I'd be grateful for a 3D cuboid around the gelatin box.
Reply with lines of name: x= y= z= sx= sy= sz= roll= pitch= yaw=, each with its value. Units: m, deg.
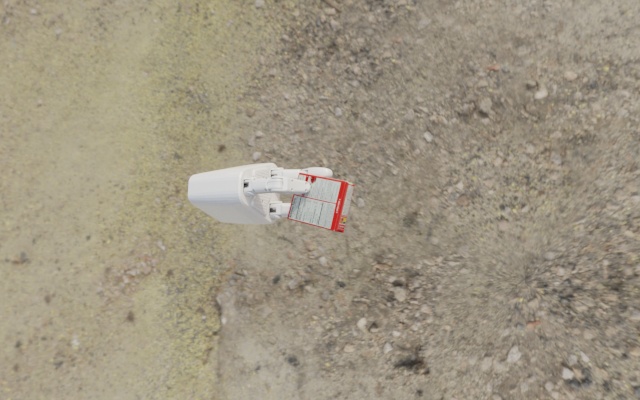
gelatin box: x=0.000 y=0.002 z=0.705 sx=0.089 sy=0.073 sz=0.030 roll=12 pitch=-2 yaw=34
